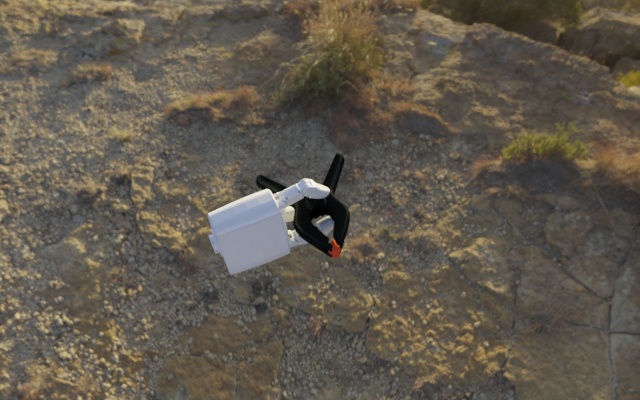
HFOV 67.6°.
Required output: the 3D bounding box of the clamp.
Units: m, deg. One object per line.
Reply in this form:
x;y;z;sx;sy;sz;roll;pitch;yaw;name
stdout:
0.000;0.003;0.812;0.164;0.210;0.036;-23;-37;-12;clamp
